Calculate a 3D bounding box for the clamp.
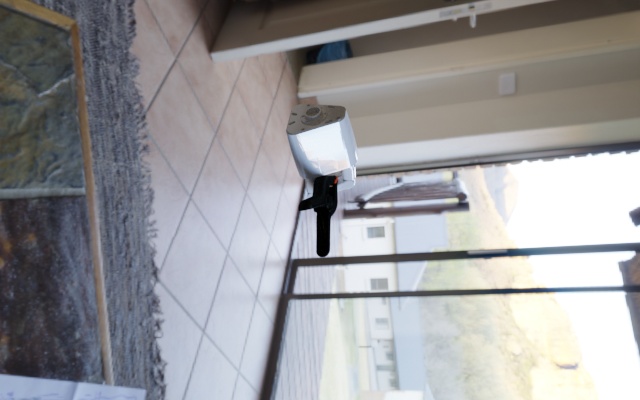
[{"bbox_3d":[0.001,0.003,0.863,0.039,0.171,0.120,-4,-45,14],"label":"clamp"}]
